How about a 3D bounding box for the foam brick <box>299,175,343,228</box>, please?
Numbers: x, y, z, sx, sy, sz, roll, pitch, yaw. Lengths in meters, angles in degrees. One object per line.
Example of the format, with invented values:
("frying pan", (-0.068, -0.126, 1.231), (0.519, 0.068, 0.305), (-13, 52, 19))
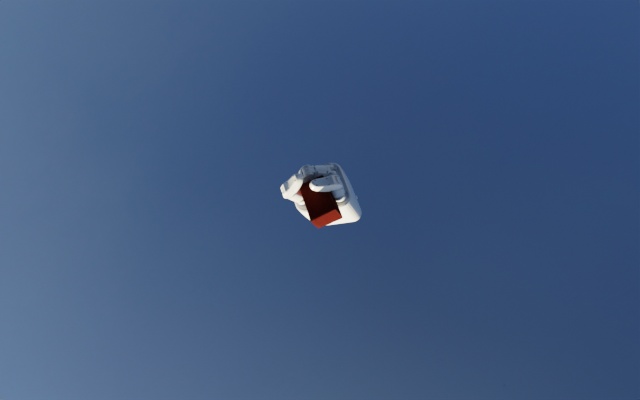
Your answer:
("foam brick", (0.000, 0.003, 0.882), (0.053, 0.078, 0.051), (-24, -27, 8))
